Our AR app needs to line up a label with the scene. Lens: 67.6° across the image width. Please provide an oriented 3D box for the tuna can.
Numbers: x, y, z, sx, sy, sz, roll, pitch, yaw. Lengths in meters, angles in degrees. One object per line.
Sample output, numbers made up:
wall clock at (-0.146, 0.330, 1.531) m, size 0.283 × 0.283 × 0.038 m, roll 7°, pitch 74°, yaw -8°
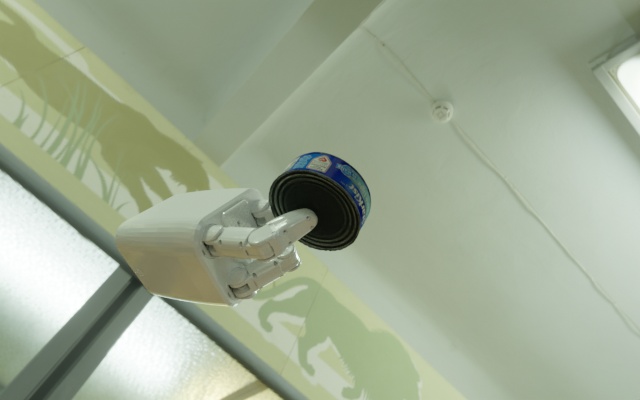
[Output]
tuna can at (0.000, 0.001, 0.418) m, size 0.086 × 0.086 × 0.033 m, roll 0°, pitch 36°, yaw 30°
